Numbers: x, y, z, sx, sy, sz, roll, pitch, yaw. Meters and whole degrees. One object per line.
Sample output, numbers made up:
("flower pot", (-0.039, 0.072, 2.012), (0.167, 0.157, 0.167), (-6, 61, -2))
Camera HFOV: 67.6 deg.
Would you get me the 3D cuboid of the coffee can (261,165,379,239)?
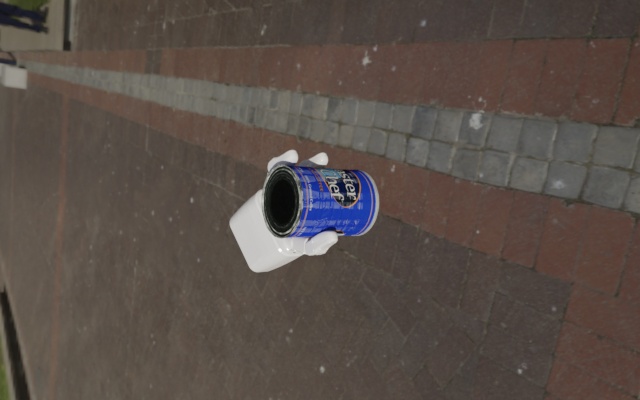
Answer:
("coffee can", (0.000, 0.002, 0.697), (0.140, 0.103, 0.103), (1, -1, -37))
